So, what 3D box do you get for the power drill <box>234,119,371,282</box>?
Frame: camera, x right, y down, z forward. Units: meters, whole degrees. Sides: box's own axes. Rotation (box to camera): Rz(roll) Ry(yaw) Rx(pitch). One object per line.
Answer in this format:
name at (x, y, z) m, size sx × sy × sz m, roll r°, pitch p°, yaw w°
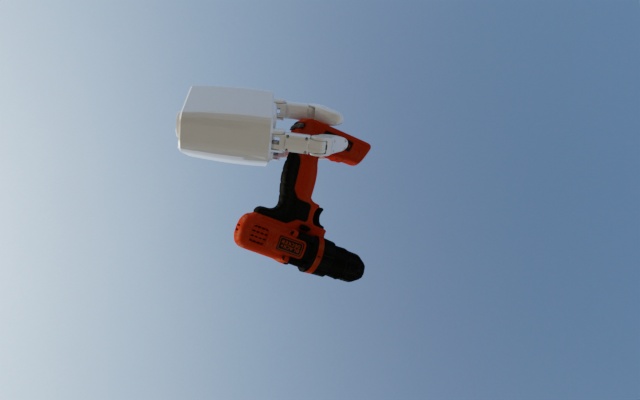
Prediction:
power drill at (0.000, 0.002, 0.625) m, size 0.184 × 0.187 × 0.057 m, roll 22°, pitch -7°, yaw -22°
